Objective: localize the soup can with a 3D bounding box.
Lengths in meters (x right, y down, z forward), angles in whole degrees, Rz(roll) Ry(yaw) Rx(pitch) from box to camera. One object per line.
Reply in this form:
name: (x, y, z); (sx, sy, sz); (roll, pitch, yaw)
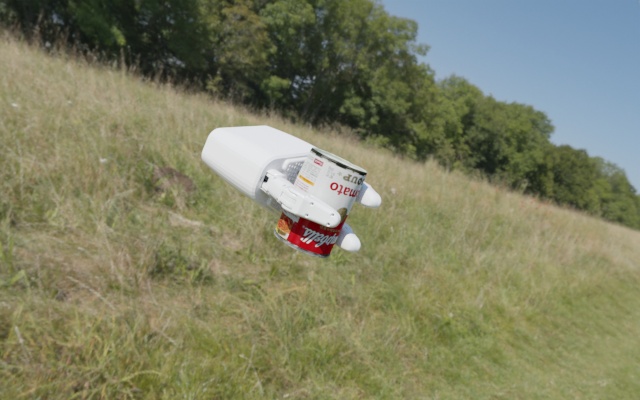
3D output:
soup can: (0.000, 0.002, 0.520); (0.068, 0.102, 0.068); (24, 10, -4)
